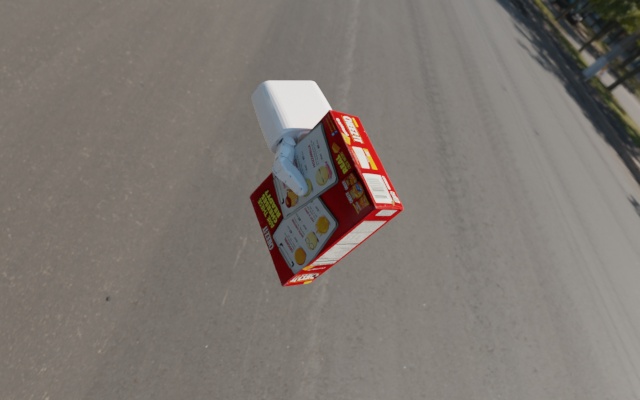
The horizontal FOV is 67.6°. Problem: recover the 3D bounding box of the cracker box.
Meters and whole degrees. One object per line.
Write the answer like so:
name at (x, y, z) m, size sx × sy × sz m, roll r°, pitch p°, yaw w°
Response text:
cracker box at (0.000, 0.002, 0.696) m, size 0.072 × 0.164 × 0.214 m, roll 4°, pitch -37°, yaw -43°
